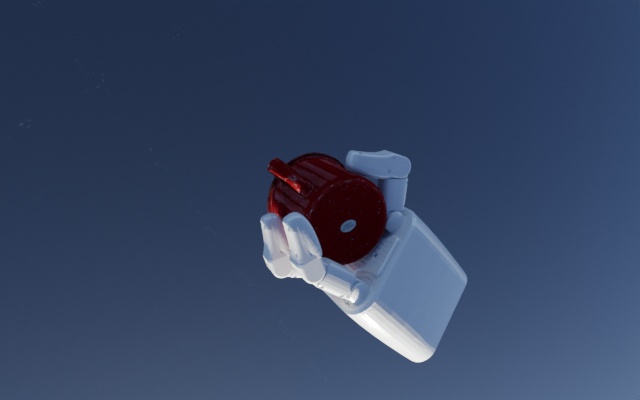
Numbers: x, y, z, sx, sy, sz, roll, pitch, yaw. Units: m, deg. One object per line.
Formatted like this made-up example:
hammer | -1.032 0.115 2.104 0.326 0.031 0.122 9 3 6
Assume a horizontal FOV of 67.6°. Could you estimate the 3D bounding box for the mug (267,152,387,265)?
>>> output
mug | -0.001 0.001 0.434 0.117 0.093 0.081 43 -5 -29
